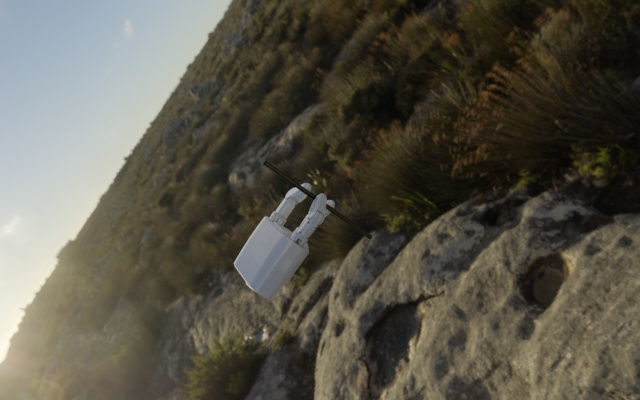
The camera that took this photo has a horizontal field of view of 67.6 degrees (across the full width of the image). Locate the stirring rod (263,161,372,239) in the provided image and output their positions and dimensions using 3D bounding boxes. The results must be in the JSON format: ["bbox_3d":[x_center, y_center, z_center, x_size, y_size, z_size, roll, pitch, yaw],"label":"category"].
[{"bbox_3d":[0.000,0.003,0.829,0.239,0.011,0.011,35,-14,-21],"label":"stirring rod"}]
